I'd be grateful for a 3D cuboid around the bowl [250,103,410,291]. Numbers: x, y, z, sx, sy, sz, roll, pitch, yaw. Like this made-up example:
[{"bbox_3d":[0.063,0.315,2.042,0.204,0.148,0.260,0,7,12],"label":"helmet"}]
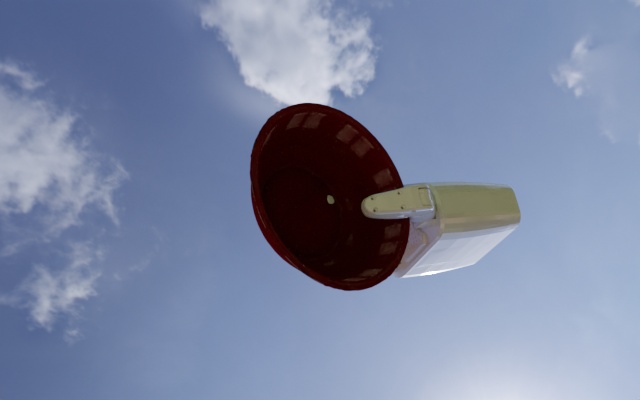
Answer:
[{"bbox_3d":[-0.001,0.001,0.406,0.162,0.162,0.055,0,-19,-39],"label":"bowl"}]
